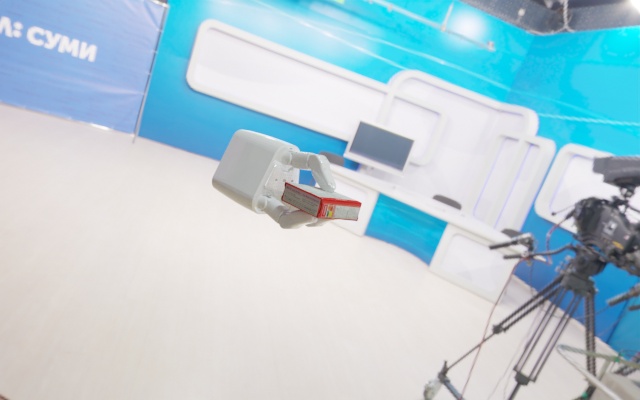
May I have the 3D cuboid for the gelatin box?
[{"bbox_3d":[0.000,0.002,0.656,0.073,0.030,0.089,7,11,-40],"label":"gelatin box"}]
